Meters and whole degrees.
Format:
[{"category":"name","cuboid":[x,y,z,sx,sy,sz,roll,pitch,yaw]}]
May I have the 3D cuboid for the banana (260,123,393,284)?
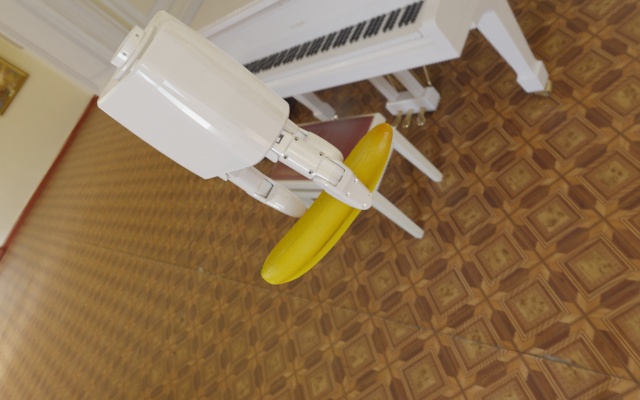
[{"category":"banana","cuboid":[0.002,0.013,0.434,0.037,0.198,0.069,34,16,-26]}]
